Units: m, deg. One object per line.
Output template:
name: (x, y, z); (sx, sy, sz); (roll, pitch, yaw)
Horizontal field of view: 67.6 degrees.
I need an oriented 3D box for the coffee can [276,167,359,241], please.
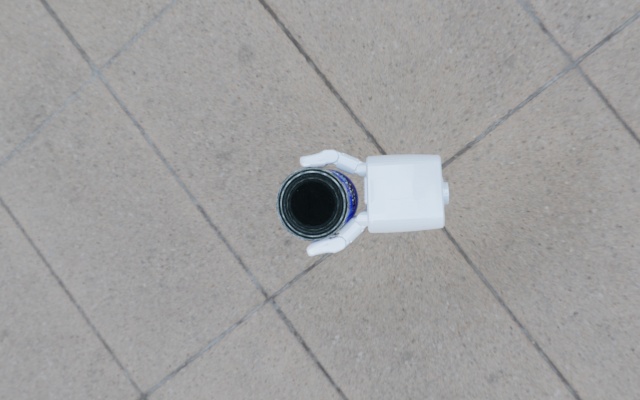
coffee can: (0.000, 0.002, 0.719); (0.103, 0.103, 0.140); (0, 2, 10)
